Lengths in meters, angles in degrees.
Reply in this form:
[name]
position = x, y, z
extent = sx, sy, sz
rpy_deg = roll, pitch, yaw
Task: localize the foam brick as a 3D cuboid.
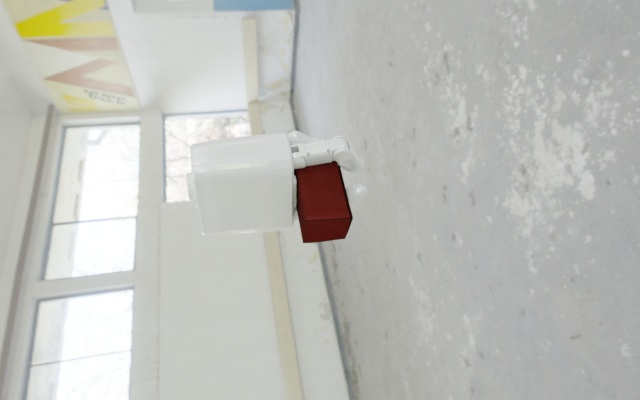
[foam brick]
position = 0.000, 0.002, 0.536
extent = 0.051, 0.078, 0.053
rpy_deg = -6, -32, -11
